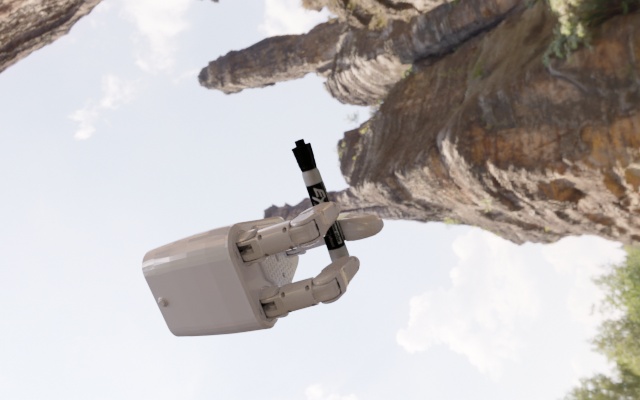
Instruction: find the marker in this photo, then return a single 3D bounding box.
[{"bbox_3d":[0.000,0.001,0.442,0.020,0.121,0.020,-19,11,4],"label":"marker"}]
